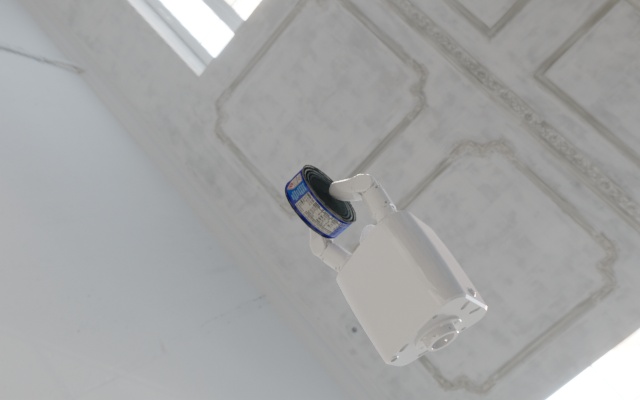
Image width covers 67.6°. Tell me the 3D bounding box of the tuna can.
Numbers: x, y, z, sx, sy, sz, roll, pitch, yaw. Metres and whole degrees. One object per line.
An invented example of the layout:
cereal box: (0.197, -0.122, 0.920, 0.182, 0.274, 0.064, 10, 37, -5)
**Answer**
tuna can: (0.000, 0.002, 0.546, 0.034, 0.086, 0.086, -42, -16, 18)
